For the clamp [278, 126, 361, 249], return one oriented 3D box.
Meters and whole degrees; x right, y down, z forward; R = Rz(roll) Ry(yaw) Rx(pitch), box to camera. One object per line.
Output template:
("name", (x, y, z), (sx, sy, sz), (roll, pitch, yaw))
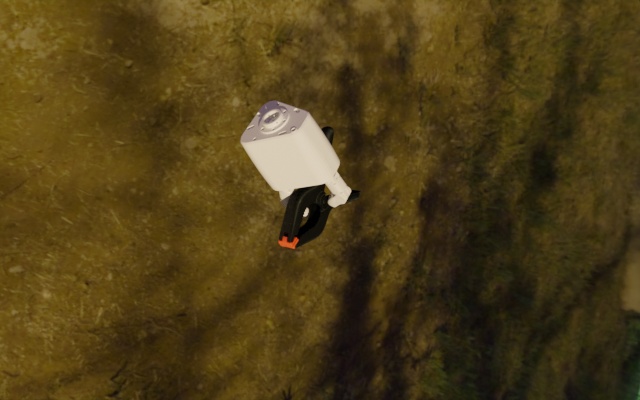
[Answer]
("clamp", (0.000, 0.003, 0.812), (0.036, 0.210, 0.165), (7, -33, 37))
